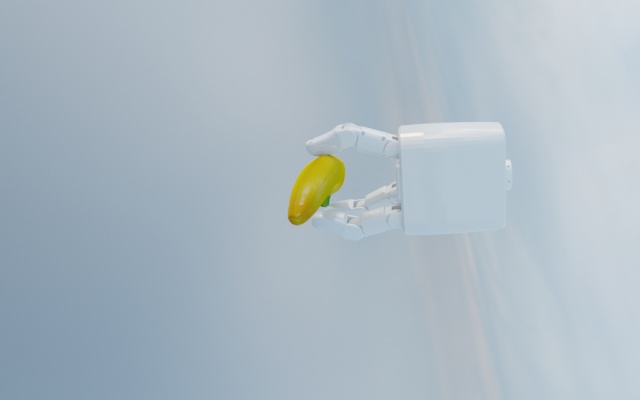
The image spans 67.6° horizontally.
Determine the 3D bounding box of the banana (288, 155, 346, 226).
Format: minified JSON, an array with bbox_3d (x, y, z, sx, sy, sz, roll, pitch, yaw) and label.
[{"bbox_3d":[0.002,-0.017,0.527,0.037,0.069,0.198,7,5,10],"label":"banana"}]
